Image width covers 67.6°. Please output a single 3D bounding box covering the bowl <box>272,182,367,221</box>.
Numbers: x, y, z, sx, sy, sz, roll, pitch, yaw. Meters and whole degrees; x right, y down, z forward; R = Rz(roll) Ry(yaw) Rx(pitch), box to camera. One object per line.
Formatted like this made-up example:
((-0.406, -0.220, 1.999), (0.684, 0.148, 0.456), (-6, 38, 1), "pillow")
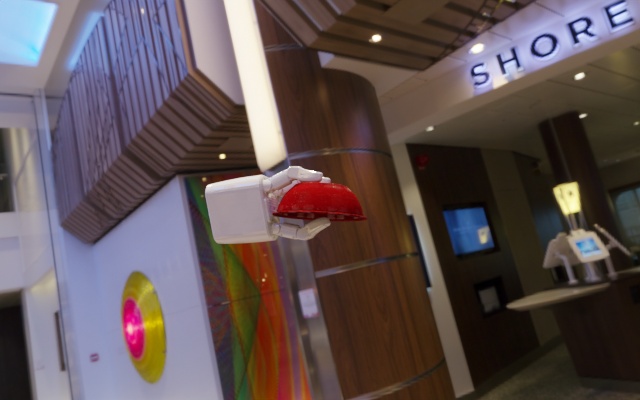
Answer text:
((0.001, 0.002, 0.812), (0.162, 0.055, 0.162), (3, -6, 0), "bowl")
